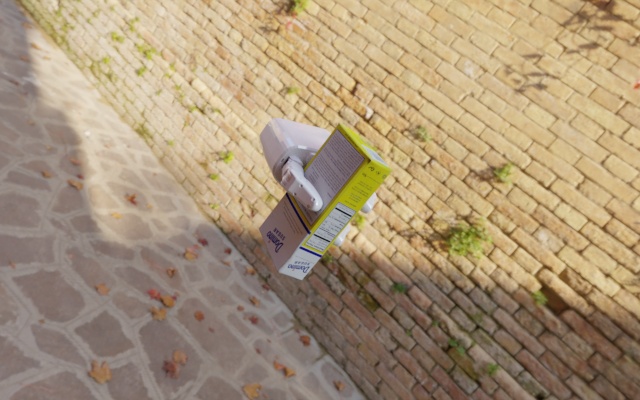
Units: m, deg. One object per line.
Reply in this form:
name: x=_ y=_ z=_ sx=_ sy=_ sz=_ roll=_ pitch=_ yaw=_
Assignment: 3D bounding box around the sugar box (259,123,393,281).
sugar box: x=0.001 y=0.002 z=0.583 sx=0.048 sy=0.176 sz=0.093 roll=25 pitch=21 yaw=-35
